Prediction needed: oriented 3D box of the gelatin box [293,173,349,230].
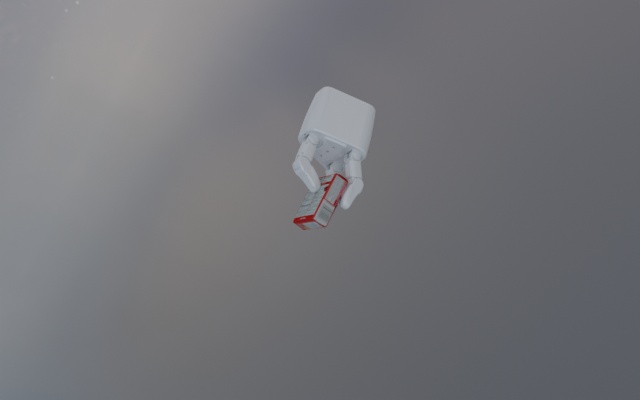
[{"bbox_3d":[0.000,0.003,0.770,0.030,0.089,0.073,36,-22,-21],"label":"gelatin box"}]
